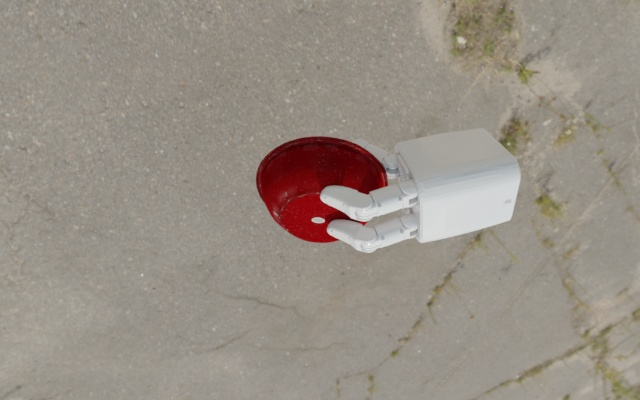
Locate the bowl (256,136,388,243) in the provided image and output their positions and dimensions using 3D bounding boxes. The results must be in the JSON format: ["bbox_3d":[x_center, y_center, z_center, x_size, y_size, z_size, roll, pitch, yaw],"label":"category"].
[{"bbox_3d":[-0.001,0.002,0.566,0.162,0.055,0.162,2,-41,2],"label":"bowl"}]
